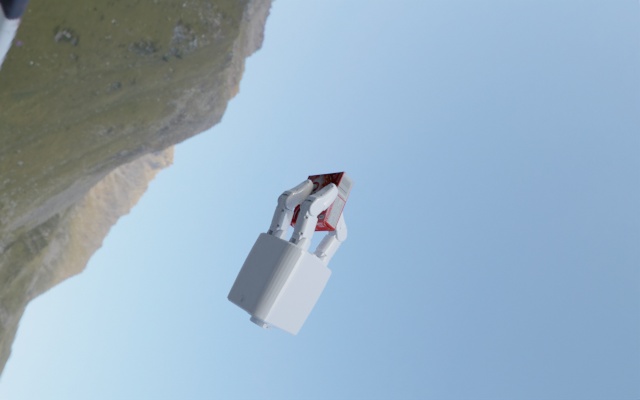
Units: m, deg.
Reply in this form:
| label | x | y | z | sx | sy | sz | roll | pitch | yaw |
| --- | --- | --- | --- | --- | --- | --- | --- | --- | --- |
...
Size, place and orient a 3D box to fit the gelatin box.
| label | x | y | z | sx | sy | sz | roll | pitch | yaw |
| --- | --- | --- | --- | --- | --- | --- | --- | --- | --- |
| gelatin box | 0.001 | 0.002 | 0.698 | 0.073 | 0.089 | 0.030 | -4 | -36 | 44 |
